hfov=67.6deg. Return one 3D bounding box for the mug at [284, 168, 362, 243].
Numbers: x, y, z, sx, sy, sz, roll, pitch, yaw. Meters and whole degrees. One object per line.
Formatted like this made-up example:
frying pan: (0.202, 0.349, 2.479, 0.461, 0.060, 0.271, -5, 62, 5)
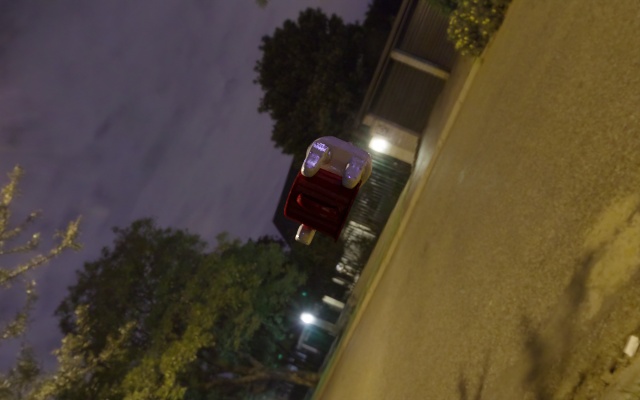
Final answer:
mug: (0.000, 0.002, 0.643, 0.081, 0.093, 0.117, 23, 13, 4)
